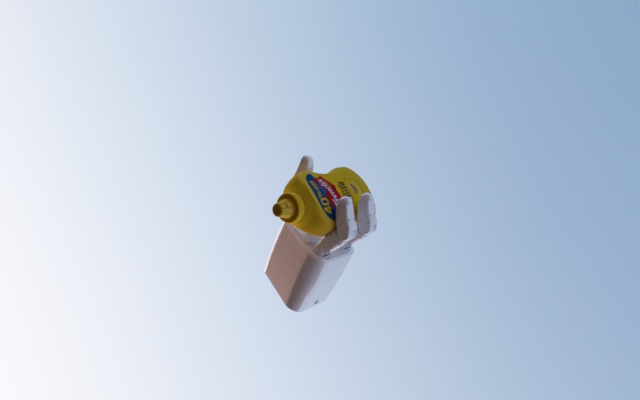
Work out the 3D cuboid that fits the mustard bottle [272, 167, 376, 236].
[{"bbox_3d":[0.000,0.002,0.688,0.058,0.096,0.191,-38,-16,34],"label":"mustard bottle"}]
